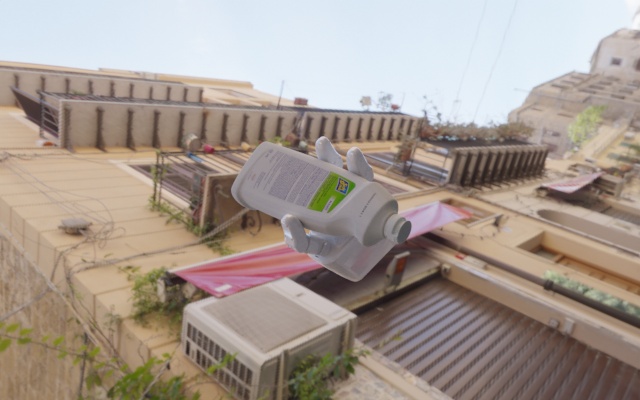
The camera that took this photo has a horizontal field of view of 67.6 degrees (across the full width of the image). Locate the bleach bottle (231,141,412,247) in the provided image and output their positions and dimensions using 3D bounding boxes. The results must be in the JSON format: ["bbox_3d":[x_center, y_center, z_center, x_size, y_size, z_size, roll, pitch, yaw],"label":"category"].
[{"bbox_3d":[0.000,0.002,0.617,0.250,0.102,0.068,24,-11,37],"label":"bleach bottle"}]
